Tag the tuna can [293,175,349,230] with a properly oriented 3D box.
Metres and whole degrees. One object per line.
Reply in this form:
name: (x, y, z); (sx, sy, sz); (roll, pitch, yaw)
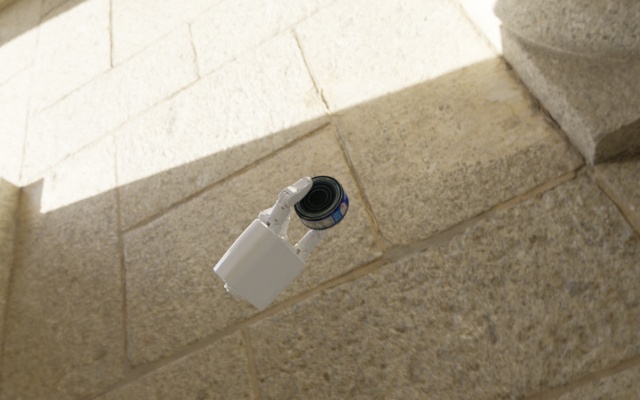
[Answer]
tuna can: (0.000, 0.002, 0.759); (0.086, 0.086, 0.034); (0, -33, 22)
